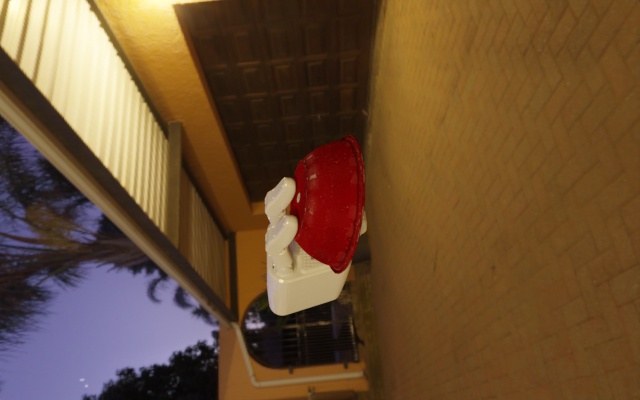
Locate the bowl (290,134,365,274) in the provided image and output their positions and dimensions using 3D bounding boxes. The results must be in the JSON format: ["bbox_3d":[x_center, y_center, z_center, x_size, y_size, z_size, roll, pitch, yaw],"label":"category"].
[{"bbox_3d":[0.000,0.001,0.549,0.055,0.162,0.162,5,-1,-14],"label":"bowl"}]
